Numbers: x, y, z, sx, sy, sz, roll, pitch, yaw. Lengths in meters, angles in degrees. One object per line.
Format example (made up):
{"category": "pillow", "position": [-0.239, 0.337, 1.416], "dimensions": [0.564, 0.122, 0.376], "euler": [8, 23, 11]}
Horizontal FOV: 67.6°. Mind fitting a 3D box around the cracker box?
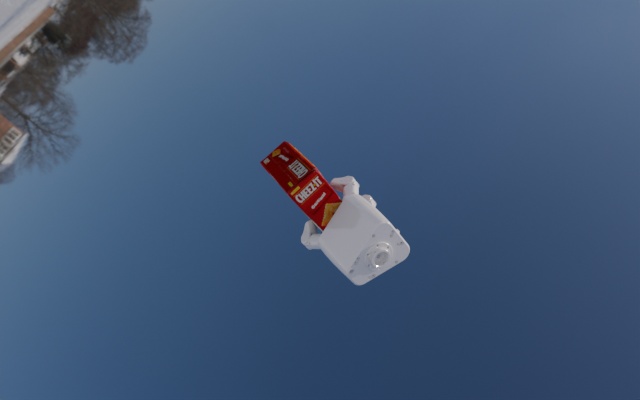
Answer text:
{"category": "cracker box", "position": [0.000, 0.003, 0.883], "dimensions": [0.214, 0.072, 0.164], "euler": [48, -2, -33]}
